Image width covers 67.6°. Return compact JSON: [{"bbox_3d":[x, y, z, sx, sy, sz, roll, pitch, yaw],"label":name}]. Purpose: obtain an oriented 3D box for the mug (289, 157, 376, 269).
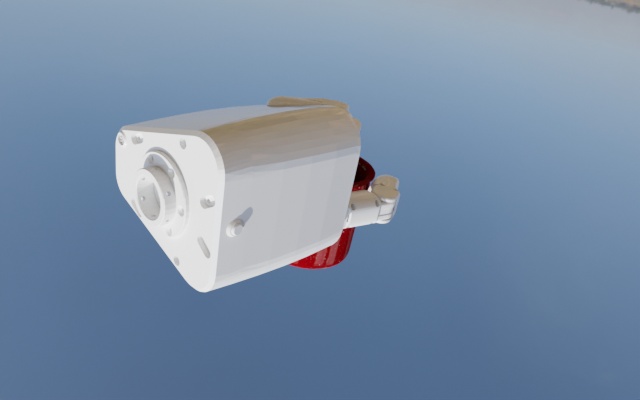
[{"bbox_3d":[0.001,0.001,0.415,0.093,0.081,0.117,30,30,34],"label":"mug"}]
